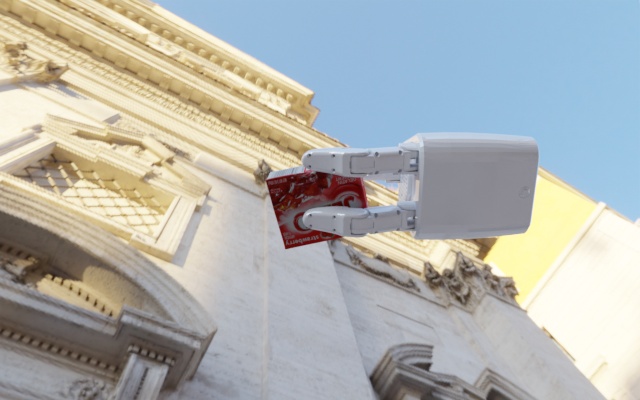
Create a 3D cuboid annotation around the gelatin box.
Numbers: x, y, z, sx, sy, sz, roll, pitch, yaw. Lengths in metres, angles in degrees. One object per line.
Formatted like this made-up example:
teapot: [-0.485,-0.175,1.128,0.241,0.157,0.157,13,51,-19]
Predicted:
gelatin box: [0.000,0.001,0.457,0.089,0.073,0.030,-12,18,8]
